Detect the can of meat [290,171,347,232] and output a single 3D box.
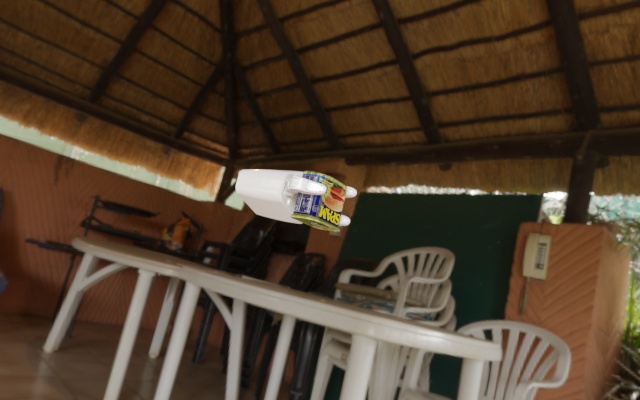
[{"bbox_3d":[0.000,0.002,0.844,0.057,0.084,0.102,6,-12,34],"label":"can of meat"}]
